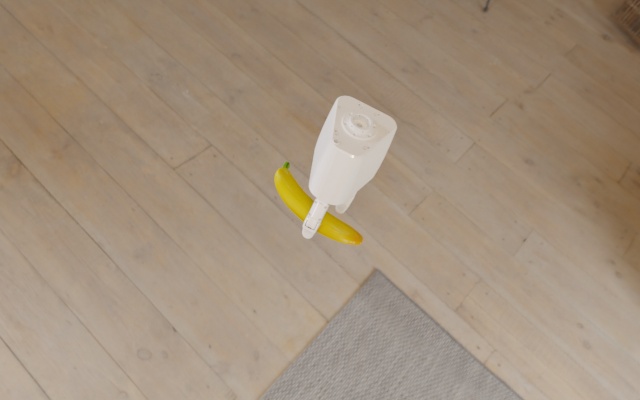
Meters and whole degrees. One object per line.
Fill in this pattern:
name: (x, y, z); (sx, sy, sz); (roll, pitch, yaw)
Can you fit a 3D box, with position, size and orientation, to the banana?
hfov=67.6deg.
banana: (-0.015, 0.007, 0.772); (0.069, 0.197, 0.037); (-28, -24, -37)
